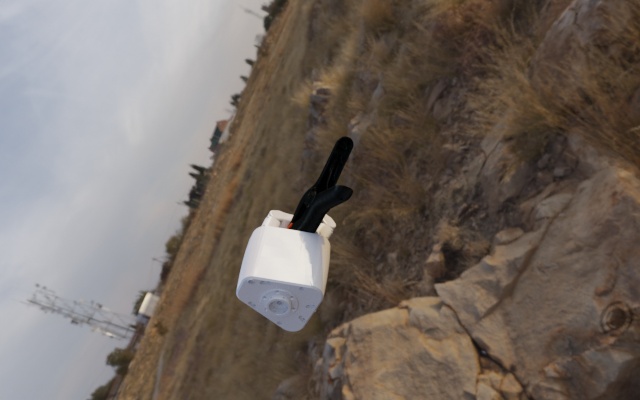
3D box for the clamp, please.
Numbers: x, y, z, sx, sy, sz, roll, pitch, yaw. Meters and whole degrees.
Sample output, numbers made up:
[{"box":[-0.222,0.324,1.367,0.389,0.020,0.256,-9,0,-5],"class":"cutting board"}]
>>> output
[{"box":[-0.001,0.002,0.675,0.039,0.171,0.120,24,31,-10],"class":"clamp"}]
